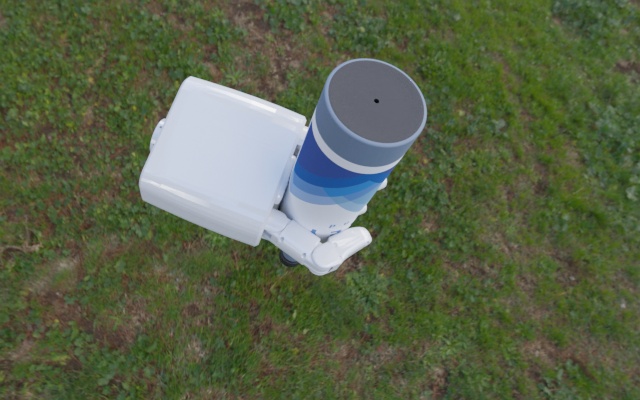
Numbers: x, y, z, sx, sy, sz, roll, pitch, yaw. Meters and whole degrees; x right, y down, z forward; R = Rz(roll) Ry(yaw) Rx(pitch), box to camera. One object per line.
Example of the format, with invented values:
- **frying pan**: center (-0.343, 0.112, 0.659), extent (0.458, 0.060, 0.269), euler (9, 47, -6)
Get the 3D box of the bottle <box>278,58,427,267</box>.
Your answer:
- **bottle**: center (0.000, 0.001, 0.420), extent (0.069, 0.069, 0.296), euler (0, -25, -15)
